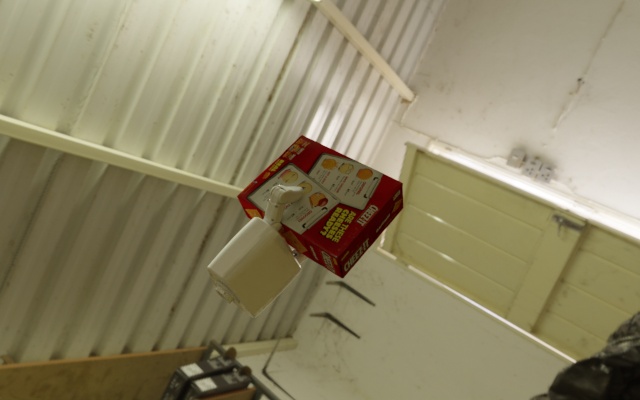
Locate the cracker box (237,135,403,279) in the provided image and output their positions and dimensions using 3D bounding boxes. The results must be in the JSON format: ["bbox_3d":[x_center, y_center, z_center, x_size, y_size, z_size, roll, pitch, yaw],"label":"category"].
[{"bbox_3d":[0.000,0.002,0.768,0.213,0.164,0.072,29,-27,31],"label":"cracker box"}]
